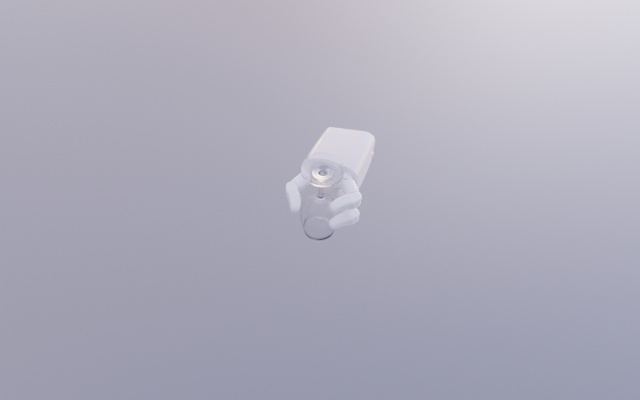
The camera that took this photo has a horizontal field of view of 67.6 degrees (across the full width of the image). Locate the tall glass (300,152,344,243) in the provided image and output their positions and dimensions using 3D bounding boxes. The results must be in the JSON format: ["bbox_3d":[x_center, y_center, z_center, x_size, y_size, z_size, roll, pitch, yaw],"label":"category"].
[{"bbox_3d":[0.000,0.003,0.891,0.079,0.079,0.201,0,-35,-3],"label":"tall glass"}]
